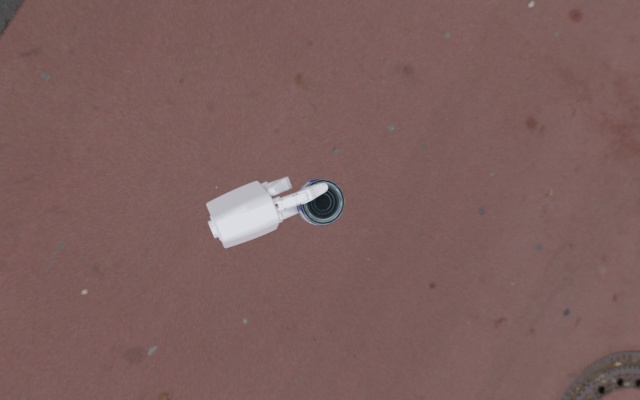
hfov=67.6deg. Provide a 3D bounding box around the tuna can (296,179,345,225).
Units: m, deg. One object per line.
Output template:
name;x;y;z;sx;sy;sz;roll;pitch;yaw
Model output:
tuna can;0.000;0.003;0.875;0.086;0.086;0.034;0;0;-17
